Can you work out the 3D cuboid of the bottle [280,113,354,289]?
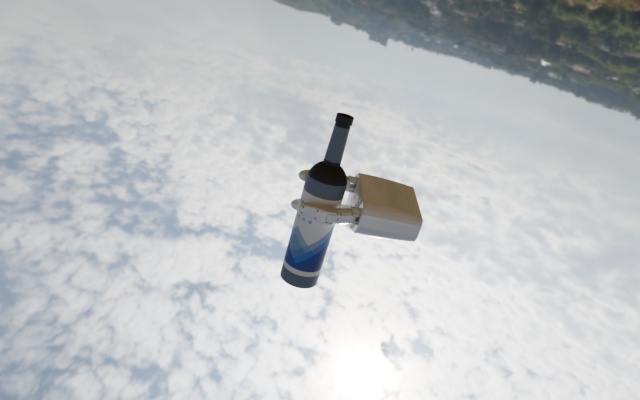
[{"bbox_3d":[0.000,0.003,0.777,0.069,0.296,0.069,14,21,-6],"label":"bottle"}]
